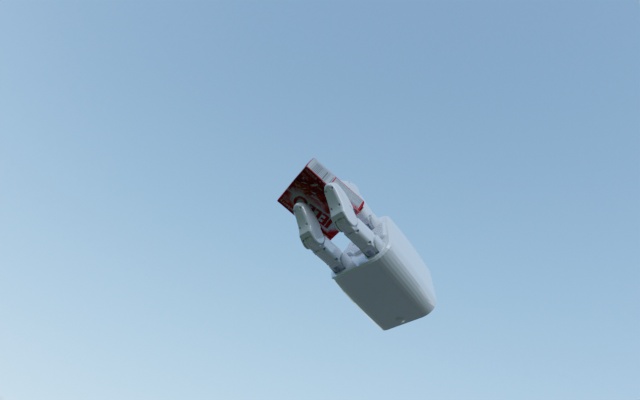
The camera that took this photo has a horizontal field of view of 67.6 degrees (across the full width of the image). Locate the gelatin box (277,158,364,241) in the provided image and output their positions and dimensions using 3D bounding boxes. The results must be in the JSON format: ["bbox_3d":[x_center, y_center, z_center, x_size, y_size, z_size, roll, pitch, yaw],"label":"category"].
[{"bbox_3d":[0.000,0.002,0.610,0.073,0.089,0.030,-47,3,37],"label":"gelatin box"}]
